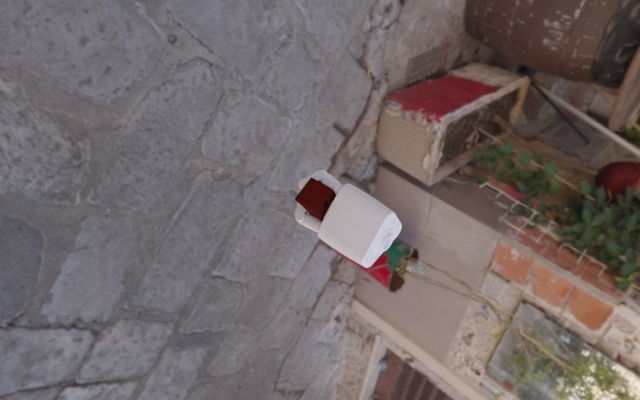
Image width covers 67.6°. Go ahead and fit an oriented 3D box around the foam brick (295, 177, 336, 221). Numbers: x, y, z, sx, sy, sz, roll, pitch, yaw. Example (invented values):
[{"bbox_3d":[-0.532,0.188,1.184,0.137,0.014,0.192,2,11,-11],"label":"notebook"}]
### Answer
[{"bbox_3d":[0.000,0.003,0.874,0.051,0.053,0.078,31,-8,30],"label":"foam brick"}]
